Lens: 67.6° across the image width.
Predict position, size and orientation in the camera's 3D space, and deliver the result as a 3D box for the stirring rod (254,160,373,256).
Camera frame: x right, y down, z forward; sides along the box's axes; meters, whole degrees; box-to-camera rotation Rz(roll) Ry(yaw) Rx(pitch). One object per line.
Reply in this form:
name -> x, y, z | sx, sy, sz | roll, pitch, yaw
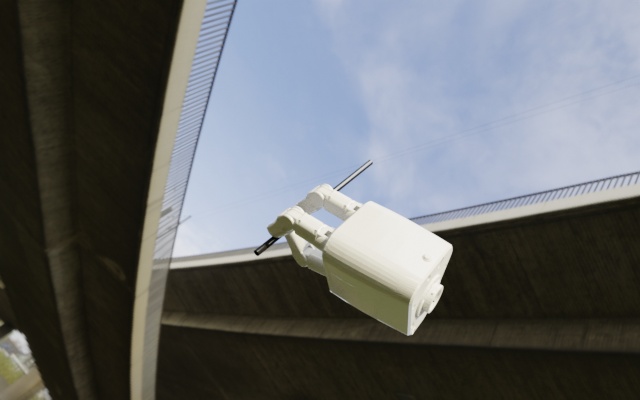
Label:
stirring rod -> 0.000, 0.002, 0.617 | 0.011, 0.011, 0.239 | 0, 29, 44
